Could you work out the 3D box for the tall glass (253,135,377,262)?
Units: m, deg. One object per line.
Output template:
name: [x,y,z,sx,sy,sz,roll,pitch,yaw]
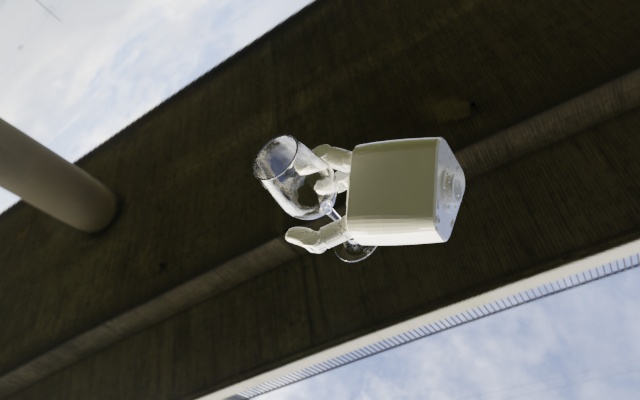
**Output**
tall glass: [0.000,0.002,0.601,0.079,0.079,0.201,0,-31,37]
